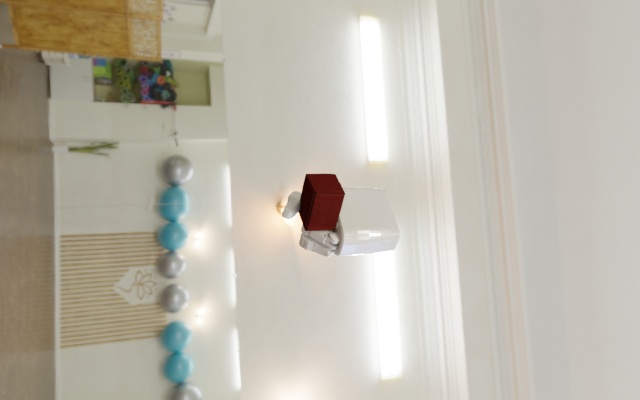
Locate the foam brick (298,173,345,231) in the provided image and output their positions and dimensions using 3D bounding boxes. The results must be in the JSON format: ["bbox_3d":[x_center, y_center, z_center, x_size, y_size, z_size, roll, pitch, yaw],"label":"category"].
[{"bbox_3d":[0.000,0.002,0.751,0.051,0.078,0.053,-1,40,-19],"label":"foam brick"}]
